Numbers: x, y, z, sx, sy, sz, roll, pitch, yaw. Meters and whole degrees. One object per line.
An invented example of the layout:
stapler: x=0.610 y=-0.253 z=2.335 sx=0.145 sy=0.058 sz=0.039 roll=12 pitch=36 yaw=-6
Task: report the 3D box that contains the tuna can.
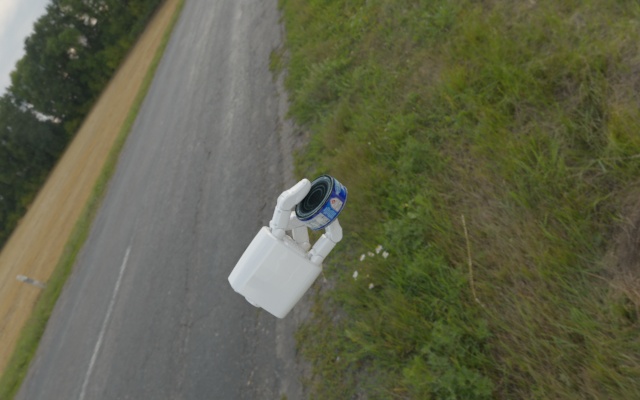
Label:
tuna can: x=0.000 y=0.002 z=0.743 sx=0.034 sy=0.086 sz=0.086 roll=38 pitch=-20 yaw=-28
